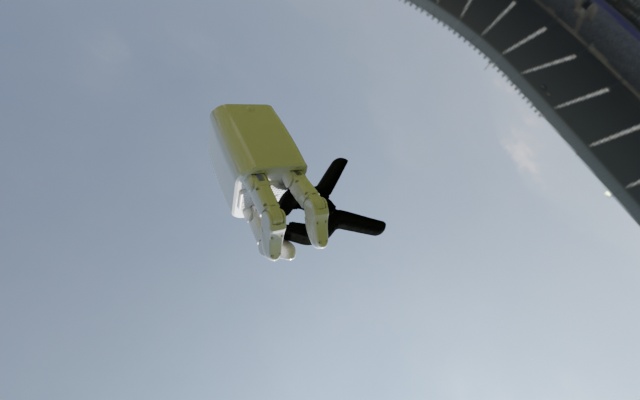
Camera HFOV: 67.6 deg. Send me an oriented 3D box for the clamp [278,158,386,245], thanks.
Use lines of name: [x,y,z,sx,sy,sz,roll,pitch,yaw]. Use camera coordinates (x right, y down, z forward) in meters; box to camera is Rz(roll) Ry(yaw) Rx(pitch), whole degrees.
clamp: [0.000,0.002,0.617,0.171,0.120,0.039,-8,-29,-39]
